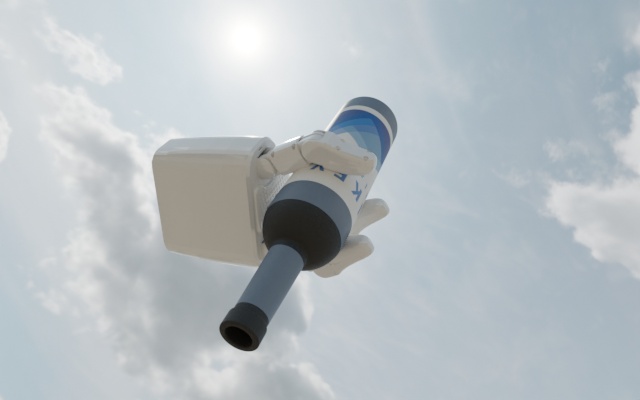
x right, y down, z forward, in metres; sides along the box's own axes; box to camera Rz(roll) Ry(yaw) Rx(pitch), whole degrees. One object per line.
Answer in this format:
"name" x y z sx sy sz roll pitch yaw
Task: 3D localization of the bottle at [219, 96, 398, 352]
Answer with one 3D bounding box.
"bottle" 0.000 0.001 0.402 0.069 0.069 0.295 0 34 24
